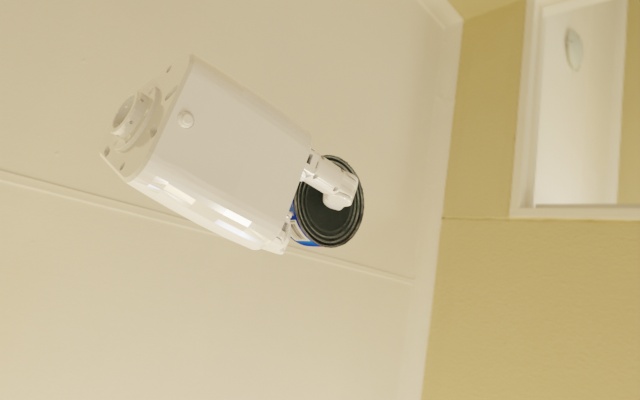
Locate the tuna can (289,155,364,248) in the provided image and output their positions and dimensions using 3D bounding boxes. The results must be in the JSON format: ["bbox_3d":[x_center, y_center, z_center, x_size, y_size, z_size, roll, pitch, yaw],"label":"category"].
[{"bbox_3d":[0.000,0.002,0.451,0.086,0.086,0.034,0,-3,-41],"label":"tuna can"}]
